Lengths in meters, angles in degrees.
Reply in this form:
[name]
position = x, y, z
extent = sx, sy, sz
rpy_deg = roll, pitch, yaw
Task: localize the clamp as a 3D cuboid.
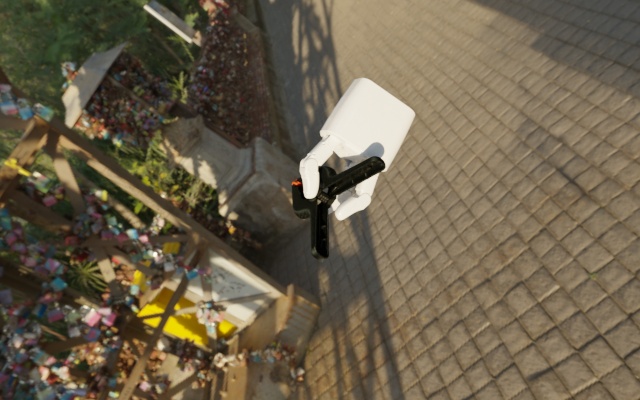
[clamp]
position = -0.001, 0.002, 0.731
extent = 0.036, 0.164, 0.210
rpy_deg = 36, -11, -26
